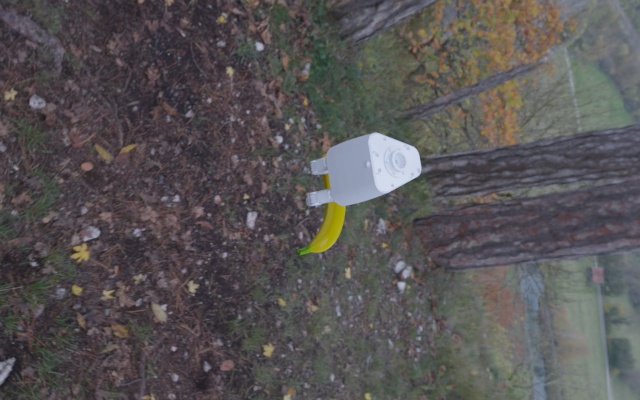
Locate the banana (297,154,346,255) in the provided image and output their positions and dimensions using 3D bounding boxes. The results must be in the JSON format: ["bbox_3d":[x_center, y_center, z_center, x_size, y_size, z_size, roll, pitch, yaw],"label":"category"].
[{"bbox_3d":[0.015,0.012,0.875,0.069,0.197,0.037,22,-19,-27],"label":"banana"}]
